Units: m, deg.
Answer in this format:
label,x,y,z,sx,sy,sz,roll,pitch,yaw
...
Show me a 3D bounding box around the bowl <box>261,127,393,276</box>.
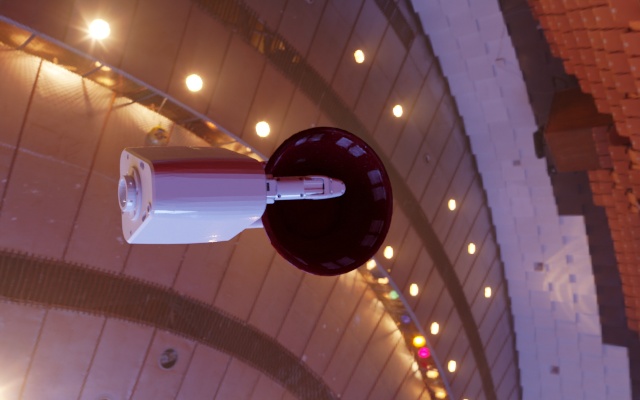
label,x,y,z,sx,sy,sz,roll,pitch,yaw
bowl,0.001,0.002,0.537,0.162,0.162,0.055,0,-3,-25
